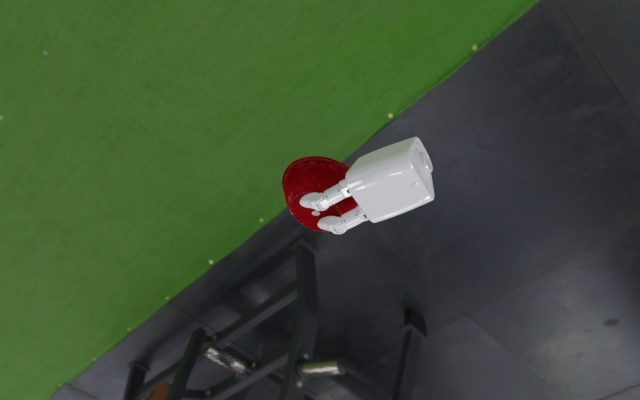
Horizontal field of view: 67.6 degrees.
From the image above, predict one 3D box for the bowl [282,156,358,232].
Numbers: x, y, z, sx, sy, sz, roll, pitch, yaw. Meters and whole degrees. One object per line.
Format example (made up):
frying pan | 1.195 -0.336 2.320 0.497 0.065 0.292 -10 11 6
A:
bowl | -0.001 0.004 0.830 0.162 0.162 0.055 0 42 24
